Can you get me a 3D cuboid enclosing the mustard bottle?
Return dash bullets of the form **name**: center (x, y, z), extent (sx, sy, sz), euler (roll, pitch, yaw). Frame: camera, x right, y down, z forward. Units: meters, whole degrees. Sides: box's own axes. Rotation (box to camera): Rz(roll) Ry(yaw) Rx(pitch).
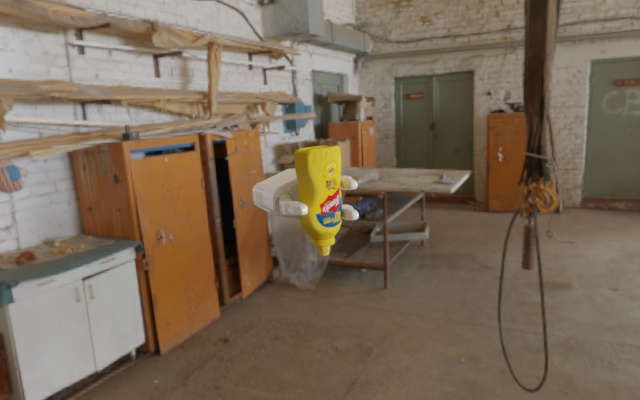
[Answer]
- **mustard bottle**: center (0.000, 0.003, 0.835), extent (0.058, 0.192, 0.096), euler (4, 13, 34)
